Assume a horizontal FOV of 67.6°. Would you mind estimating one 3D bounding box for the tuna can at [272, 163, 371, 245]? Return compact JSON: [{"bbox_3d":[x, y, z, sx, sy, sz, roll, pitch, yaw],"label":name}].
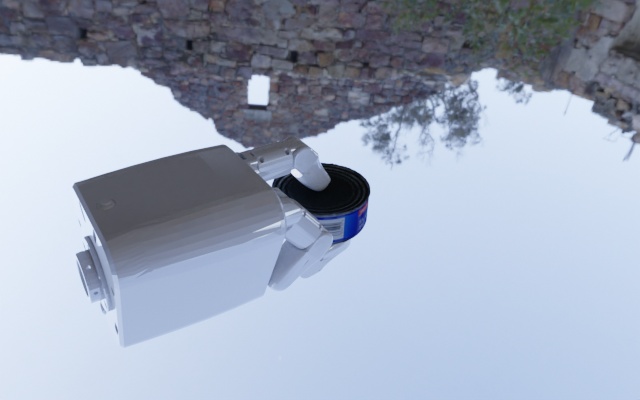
[{"bbox_3d":[0.000,0.002,0.423,0.086,0.034,0.086,1,33,-1],"label":"tuna can"}]
